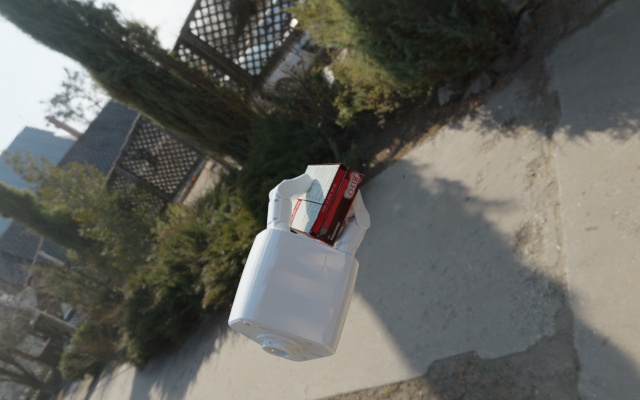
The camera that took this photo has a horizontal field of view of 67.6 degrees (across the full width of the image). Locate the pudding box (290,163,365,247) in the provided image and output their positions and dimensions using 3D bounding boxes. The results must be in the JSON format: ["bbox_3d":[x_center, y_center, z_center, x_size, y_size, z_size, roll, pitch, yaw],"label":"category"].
[{"bbox_3d":[0.000,0.002,0.579,0.039,0.090,0.113,28,-6,-22],"label":"pudding box"}]
